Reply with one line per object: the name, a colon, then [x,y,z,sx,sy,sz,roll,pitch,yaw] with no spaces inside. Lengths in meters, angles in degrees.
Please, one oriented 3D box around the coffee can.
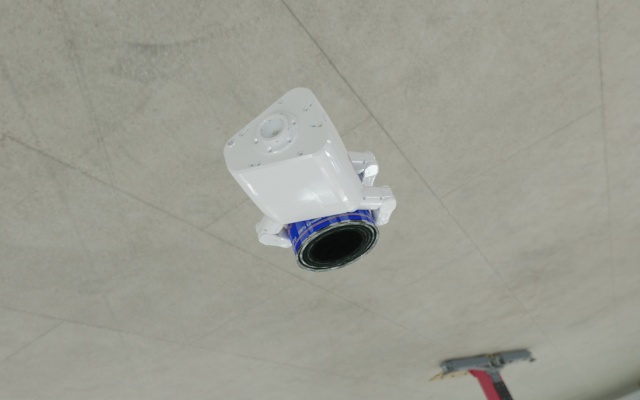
coffee can: [0.000,0.002,0.591,0.103,0.140,0.103,-14,-35,-10]
